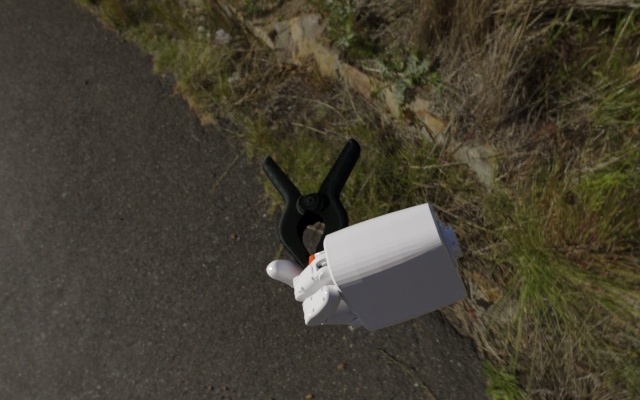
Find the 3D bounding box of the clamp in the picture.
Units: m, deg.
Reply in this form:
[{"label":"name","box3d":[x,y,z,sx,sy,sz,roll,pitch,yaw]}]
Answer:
[{"label":"clamp","box3d":[0.000,0.002,0.539,0.120,0.171,0.039,-20,-31,12]}]
